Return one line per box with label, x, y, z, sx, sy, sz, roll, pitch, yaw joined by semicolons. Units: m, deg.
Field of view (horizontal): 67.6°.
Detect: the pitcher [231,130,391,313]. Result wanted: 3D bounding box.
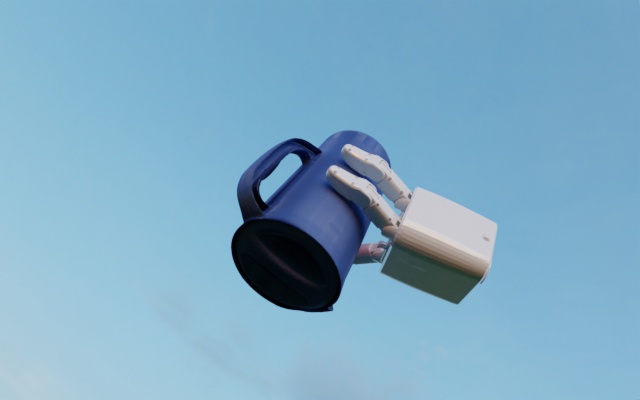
pitcher;0.000;0.002;0.593;0.145;0.149;0.242;23;42;11
